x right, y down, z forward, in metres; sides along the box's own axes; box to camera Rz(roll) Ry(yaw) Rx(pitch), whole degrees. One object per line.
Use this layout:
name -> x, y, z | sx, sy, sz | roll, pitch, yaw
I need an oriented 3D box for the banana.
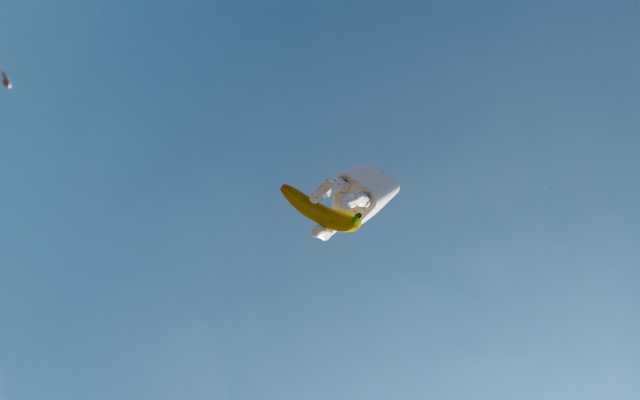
banana -> 0.006, 0.019, 0.893 | 0.197, 0.070, 0.037 | 19, 45, 36
